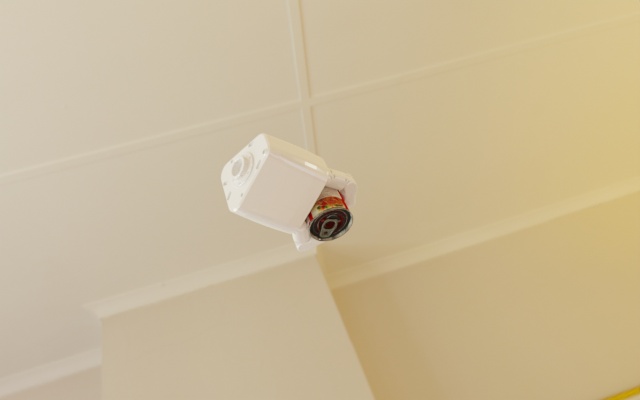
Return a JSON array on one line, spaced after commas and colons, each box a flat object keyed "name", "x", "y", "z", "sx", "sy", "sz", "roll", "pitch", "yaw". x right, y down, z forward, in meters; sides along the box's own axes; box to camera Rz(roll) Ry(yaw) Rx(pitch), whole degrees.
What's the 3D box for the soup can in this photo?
[{"name": "soup can", "x": 0.000, "y": 0.002, "z": 0.724, "sx": 0.068, "sy": 0.068, "sz": 0.102, "roll": 0, "pitch": 42, "yaw": -25}]
